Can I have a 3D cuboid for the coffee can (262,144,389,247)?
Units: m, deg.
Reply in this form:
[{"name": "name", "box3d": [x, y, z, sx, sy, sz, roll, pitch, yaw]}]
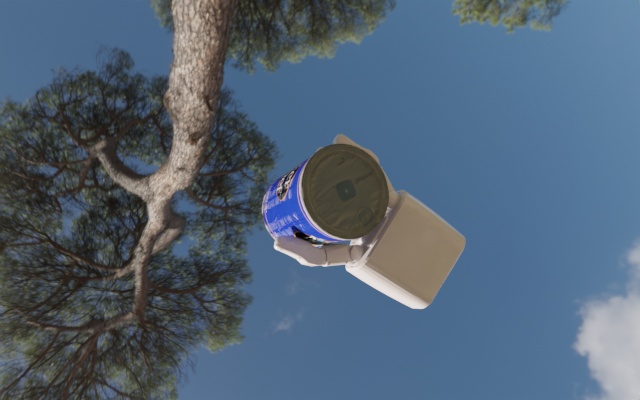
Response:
[{"name": "coffee can", "box3d": [0.000, 0.002, 0.560, 0.103, 0.103, 0.140, 0, -10, -24]}]
